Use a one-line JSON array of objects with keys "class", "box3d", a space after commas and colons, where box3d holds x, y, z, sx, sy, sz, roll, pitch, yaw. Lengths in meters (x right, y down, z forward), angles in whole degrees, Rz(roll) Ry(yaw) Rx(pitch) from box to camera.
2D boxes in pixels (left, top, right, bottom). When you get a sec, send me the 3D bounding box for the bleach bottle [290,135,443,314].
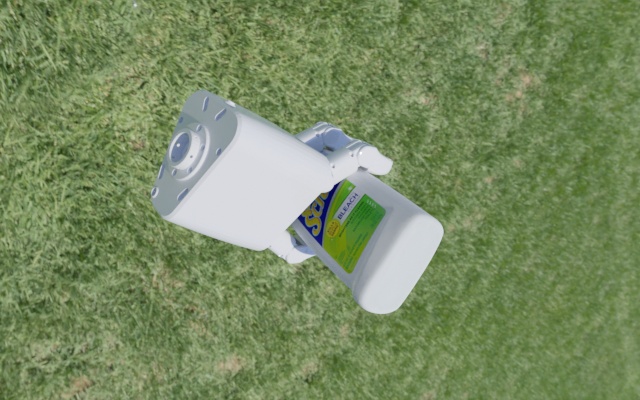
[{"class": "bleach bottle", "box3d": [0.000, 0.002, 0.493, 0.068, 0.102, 0.250, 25, 8, -47]}]
